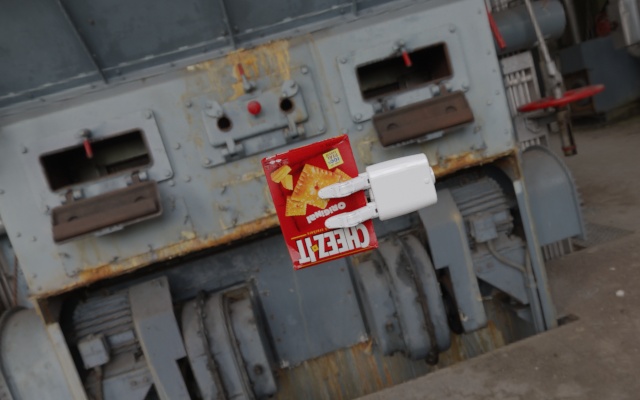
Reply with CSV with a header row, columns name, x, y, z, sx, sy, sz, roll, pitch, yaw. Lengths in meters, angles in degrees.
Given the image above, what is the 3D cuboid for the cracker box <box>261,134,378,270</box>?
name,x,y,z,sx,sy,sz,roll,pitch,yaw
cracker box,0.000,0.003,0.877,0.164,0.214,0.072,-16,8,3
